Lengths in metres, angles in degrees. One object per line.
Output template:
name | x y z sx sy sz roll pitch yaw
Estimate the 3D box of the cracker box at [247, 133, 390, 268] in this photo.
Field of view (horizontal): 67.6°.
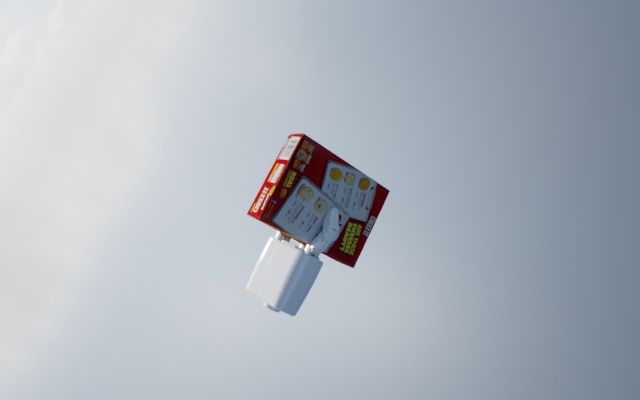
cracker box | 0.000 0.003 0.860 0.214 0.164 0.072 31 -8 -29
